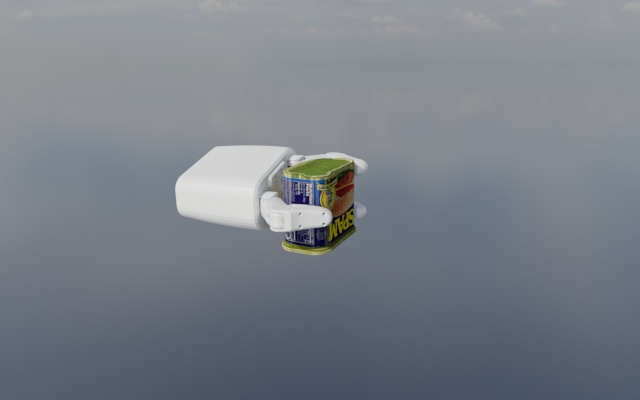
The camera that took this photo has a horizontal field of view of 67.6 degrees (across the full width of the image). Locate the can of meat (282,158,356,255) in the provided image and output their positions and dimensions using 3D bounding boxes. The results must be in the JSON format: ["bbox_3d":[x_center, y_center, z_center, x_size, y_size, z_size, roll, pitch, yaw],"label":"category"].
[{"bbox_3d":[0.000,0.001,0.523,0.057,0.084,0.102,7,17,25],"label":"can of meat"}]
